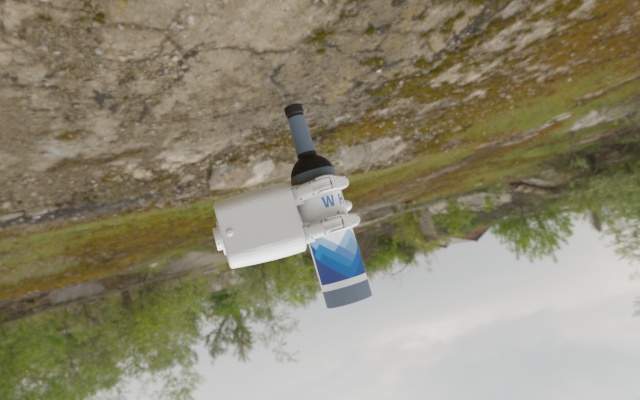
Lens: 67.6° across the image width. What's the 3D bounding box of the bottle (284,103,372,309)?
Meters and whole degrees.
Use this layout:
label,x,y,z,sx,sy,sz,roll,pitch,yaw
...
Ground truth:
label,x,y,z,sx,sy,sz,roll,pitch,yaw
bottle,0.000,0.002,0.688,0.069,0.295,0.069,-16,-6,-2
